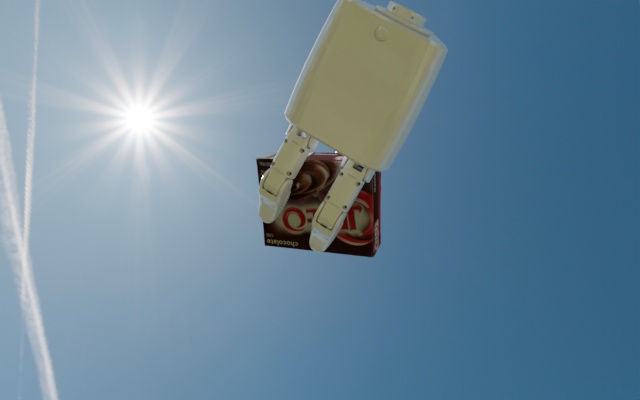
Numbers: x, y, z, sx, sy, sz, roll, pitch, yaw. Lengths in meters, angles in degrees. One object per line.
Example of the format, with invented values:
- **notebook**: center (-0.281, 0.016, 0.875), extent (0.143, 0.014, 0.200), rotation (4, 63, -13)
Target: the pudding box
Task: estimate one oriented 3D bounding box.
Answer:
- **pudding box**: center (0.000, 0.001, 0.449), extent (0.113, 0.090, 0.039), rotation (5, 20, 21)
